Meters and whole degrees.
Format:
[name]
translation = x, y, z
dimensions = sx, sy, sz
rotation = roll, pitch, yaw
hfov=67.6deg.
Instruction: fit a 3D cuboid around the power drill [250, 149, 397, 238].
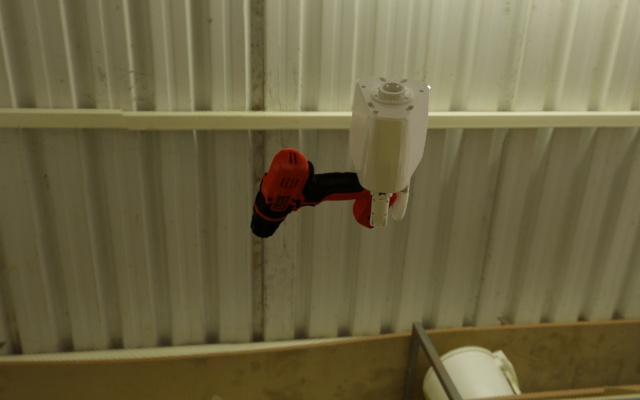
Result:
[power drill]
translation = 0.001, 0.002, 0.687
dimensions = 0.187, 0.057, 0.184
rotation = 2, -32, -21
